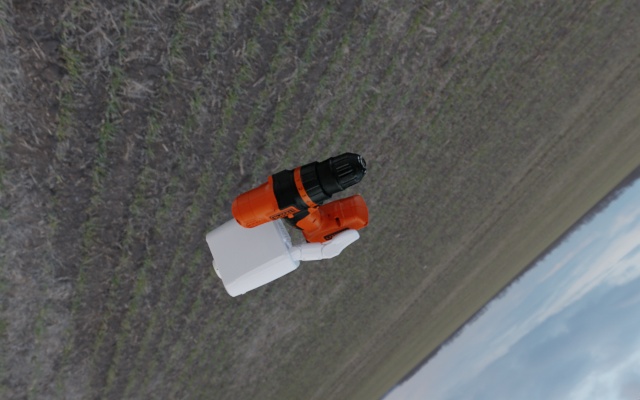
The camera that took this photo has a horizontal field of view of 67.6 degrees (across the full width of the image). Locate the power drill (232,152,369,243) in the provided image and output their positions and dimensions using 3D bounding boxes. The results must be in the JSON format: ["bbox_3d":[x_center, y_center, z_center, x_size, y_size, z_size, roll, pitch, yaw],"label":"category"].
[{"bbox_3d":[0.000,0.002,0.654,0.184,0.057,0.188,-20,-23,20],"label":"power drill"}]
